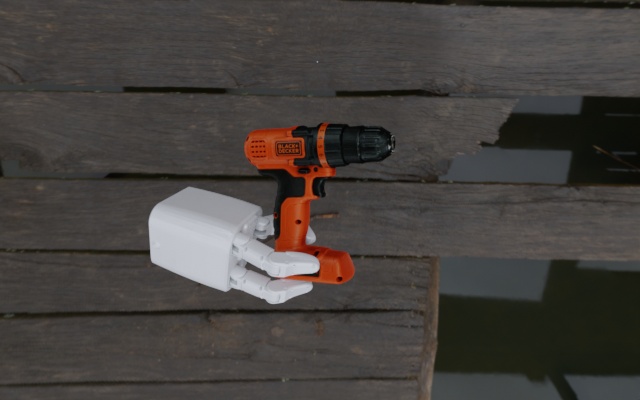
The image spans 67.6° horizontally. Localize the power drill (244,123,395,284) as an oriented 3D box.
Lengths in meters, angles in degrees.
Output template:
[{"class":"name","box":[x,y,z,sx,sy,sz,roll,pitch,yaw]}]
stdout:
[{"class":"power drill","box":[0.000,0.002,0.574,0.184,0.188,0.057,2,9,23]}]
